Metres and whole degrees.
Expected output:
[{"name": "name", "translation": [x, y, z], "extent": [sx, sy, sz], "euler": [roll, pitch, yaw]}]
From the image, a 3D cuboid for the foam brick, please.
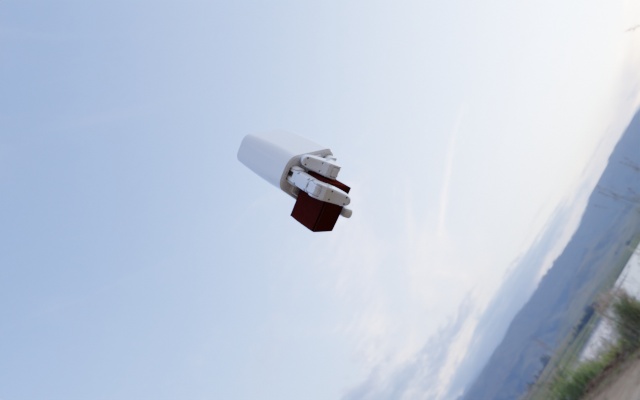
[{"name": "foam brick", "translation": [0.000, 0.003, 0.720], "extent": [0.051, 0.078, 0.053], "euler": [30, 13, 32]}]
